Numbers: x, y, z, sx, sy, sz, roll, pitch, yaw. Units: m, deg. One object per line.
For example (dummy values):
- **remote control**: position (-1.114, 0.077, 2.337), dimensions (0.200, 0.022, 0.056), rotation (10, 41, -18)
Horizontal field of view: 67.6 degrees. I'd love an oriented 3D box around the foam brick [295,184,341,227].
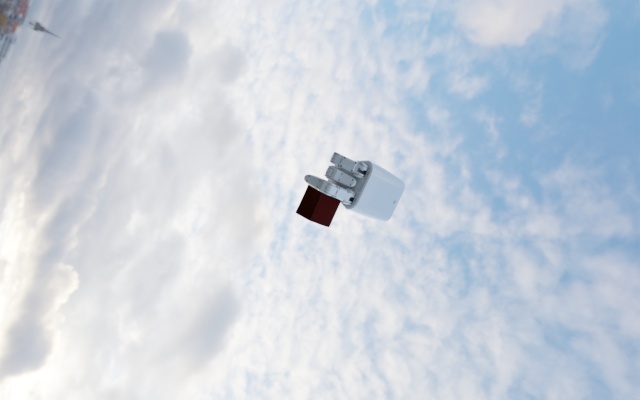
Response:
- **foam brick**: position (0.000, 0.003, 0.897), dimensions (0.051, 0.078, 0.053), rotation (22, 5, -39)
